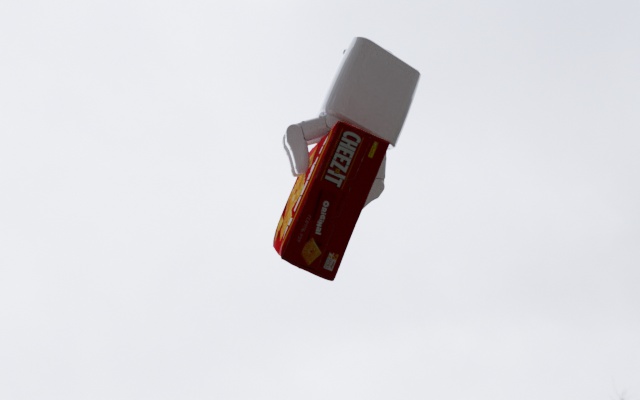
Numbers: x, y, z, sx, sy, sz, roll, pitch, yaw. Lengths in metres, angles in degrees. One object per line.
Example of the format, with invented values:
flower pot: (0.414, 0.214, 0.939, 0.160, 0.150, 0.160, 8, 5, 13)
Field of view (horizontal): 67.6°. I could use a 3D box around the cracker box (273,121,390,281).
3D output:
cracker box: (0.000, 0.002, 0.606, 0.072, 0.164, 0.214, 23, -5, -6)
